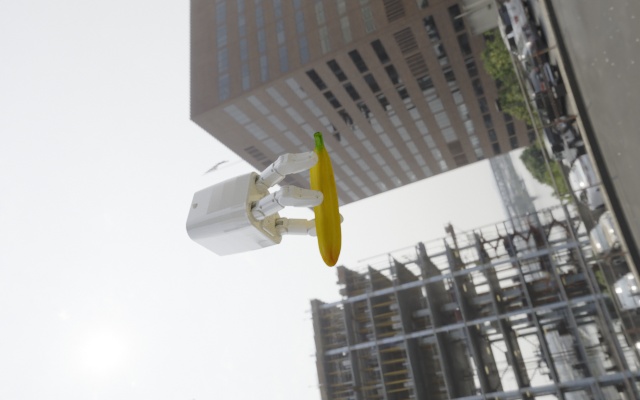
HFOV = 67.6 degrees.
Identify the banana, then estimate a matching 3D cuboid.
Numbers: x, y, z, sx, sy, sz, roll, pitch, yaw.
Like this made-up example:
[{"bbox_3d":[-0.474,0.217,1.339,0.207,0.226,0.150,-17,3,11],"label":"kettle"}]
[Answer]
[{"bbox_3d":[0.005,0.005,0.686,0.037,0.197,0.070,-12,-20,12],"label":"banana"}]
